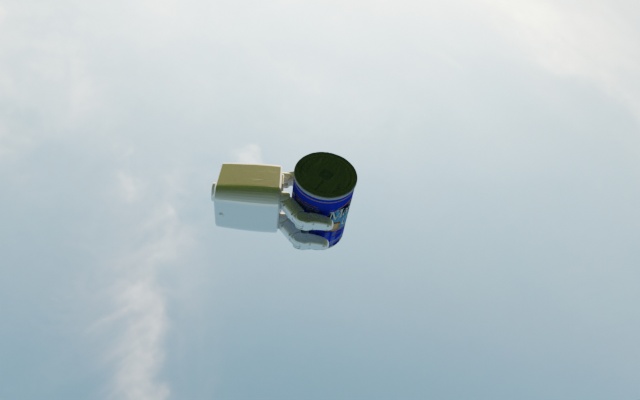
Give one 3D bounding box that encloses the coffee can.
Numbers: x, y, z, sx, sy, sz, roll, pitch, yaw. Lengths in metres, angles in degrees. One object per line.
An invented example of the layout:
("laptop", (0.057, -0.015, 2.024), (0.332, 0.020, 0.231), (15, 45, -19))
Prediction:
("coffee can", (0.000, 0.003, 0.811), (0.103, 0.102, 0.140), (0, -41, -9))
